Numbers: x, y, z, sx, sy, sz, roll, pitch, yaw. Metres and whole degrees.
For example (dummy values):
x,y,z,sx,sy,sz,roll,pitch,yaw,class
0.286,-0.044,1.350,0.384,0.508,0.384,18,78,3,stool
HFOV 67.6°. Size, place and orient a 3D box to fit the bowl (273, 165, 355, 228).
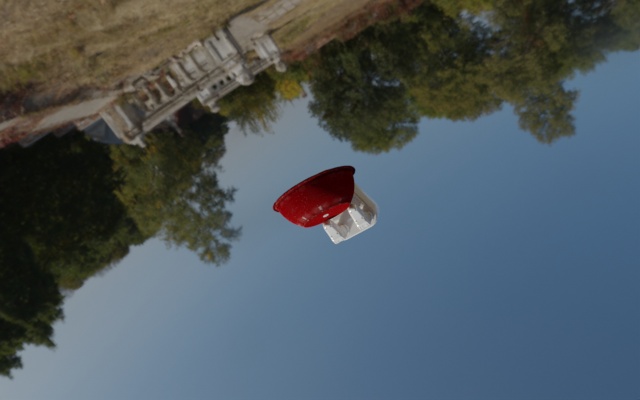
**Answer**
x,y,z,sx,sy,sz,roll,pitch,yaw,class
0.000,0.003,0.836,0.162,0.055,0.162,-25,-14,-6,bowl
